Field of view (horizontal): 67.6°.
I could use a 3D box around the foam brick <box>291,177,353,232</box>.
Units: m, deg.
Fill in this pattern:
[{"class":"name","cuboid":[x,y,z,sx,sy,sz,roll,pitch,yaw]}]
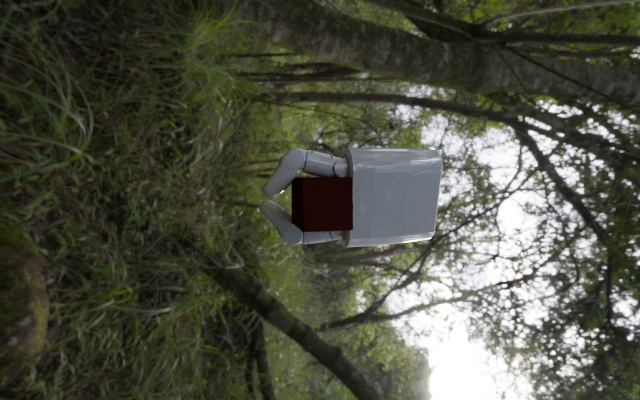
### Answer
[{"class":"foam brick","cuboid":[0.000,0.002,0.489,0.051,0.053,0.078,-1,4,-11]}]
